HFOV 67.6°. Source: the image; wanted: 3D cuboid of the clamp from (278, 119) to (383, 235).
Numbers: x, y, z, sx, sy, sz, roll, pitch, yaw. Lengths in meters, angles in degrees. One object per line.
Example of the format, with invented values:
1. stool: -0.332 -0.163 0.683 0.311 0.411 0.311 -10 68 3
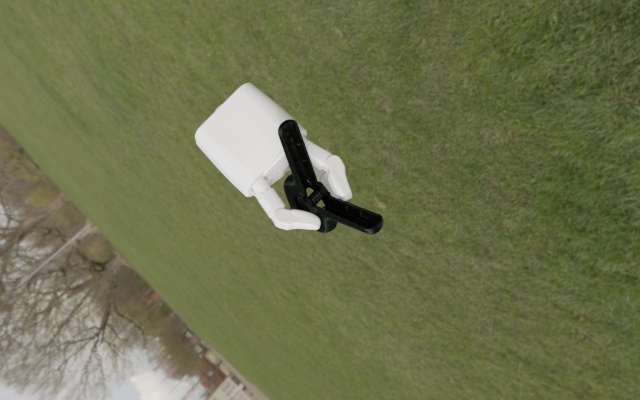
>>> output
1. clamp: -0.001 0.003 0.619 0.036 0.164 0.210 -40 -11 -19
